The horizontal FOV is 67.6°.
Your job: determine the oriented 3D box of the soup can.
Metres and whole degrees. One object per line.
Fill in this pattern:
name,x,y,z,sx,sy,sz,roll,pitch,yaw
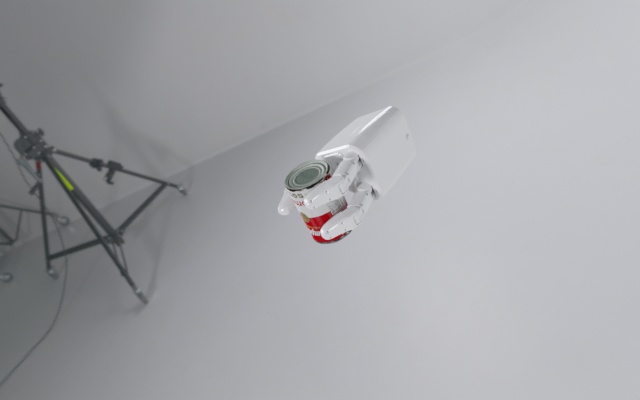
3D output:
soup can,0.000,0.002,0.669,0.068,0.102,0.068,-18,34,13
